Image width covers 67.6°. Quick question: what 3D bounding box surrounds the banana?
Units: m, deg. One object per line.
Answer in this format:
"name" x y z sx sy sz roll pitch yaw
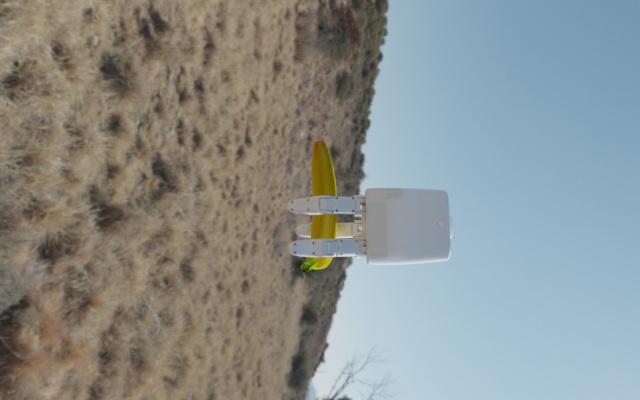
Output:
"banana" 0.003 0.014 0.664 0.037 0.197 0.070 -2 -27 10
